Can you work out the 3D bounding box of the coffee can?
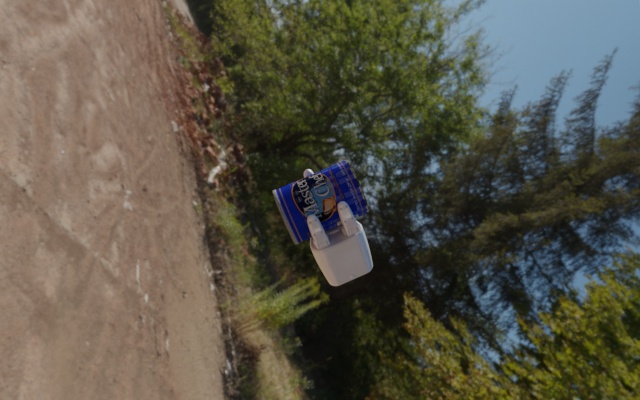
[{"bbox_3d":[0.000,0.003,0.833,0.140,0.103,0.103,-23,1,-2],"label":"coffee can"}]
